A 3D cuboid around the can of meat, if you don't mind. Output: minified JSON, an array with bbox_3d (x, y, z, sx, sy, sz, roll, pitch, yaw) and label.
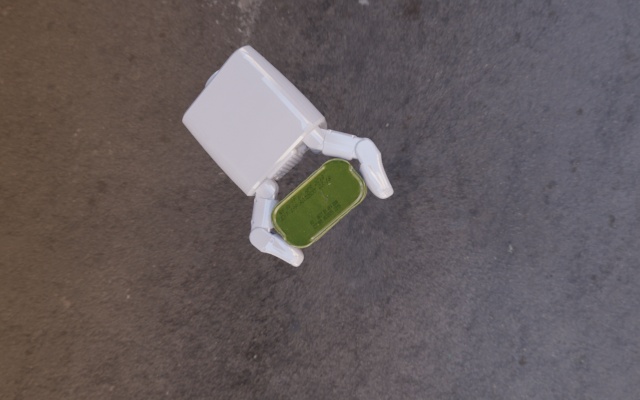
[{"bbox_3d":[0.000,0.002,0.494,0.102,0.057,0.084,-41,-2,4],"label":"can of meat"}]
